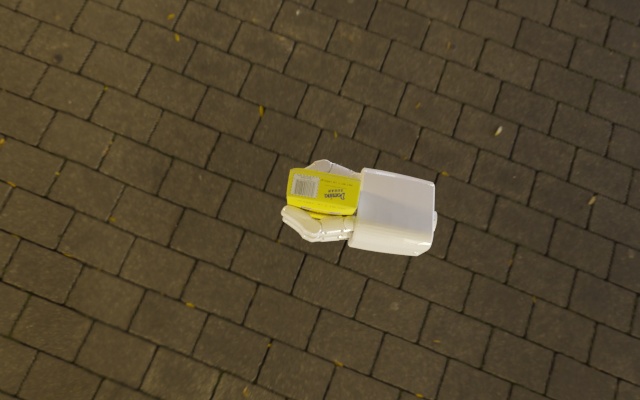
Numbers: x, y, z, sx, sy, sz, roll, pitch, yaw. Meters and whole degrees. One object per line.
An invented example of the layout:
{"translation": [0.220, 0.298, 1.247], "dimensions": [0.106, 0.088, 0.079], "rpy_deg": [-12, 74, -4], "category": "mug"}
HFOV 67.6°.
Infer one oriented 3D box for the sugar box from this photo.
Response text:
{"translation": [0.000, 0.003, 0.688], "dimensions": [0.093, 0.048, 0.176], "rpy_deg": [11, -14, 0], "category": "sugar box"}
